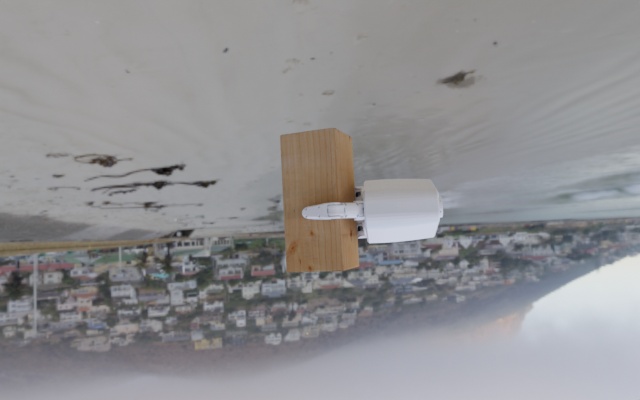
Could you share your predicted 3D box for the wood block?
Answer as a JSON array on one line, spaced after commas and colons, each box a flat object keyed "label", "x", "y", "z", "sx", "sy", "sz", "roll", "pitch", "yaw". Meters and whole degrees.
[{"label": "wood block", "x": 0.000, "y": 0.002, "z": 0.733, "sx": 0.090, "sy": 0.206, "sz": 0.091, "roll": -5, "pitch": -4, "yaw": 20}]
